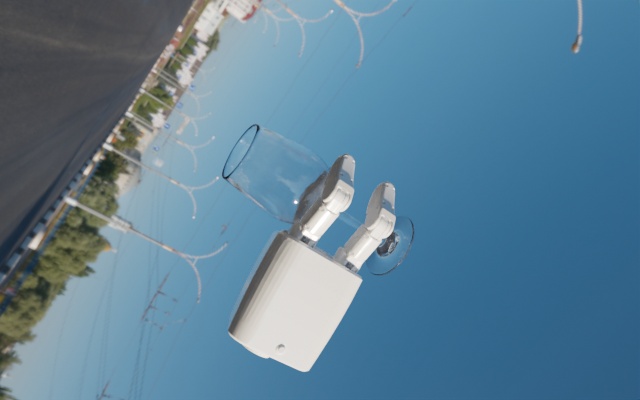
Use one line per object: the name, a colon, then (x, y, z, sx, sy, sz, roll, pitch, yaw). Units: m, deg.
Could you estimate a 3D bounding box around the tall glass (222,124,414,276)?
tall glass: (0.001, 0.002, 0.493, 0.201, 0.079, 0.079, 33, -14, -23)
